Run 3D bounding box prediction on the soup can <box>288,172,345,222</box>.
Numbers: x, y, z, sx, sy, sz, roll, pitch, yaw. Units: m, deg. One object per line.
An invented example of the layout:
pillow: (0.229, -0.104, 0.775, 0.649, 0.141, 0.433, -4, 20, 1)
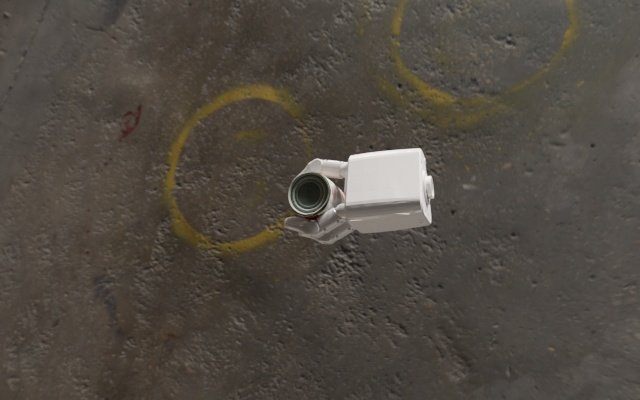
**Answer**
soup can: (0.000, 0.002, 0.724, 0.068, 0.068, 0.102, 0, -14, 21)
